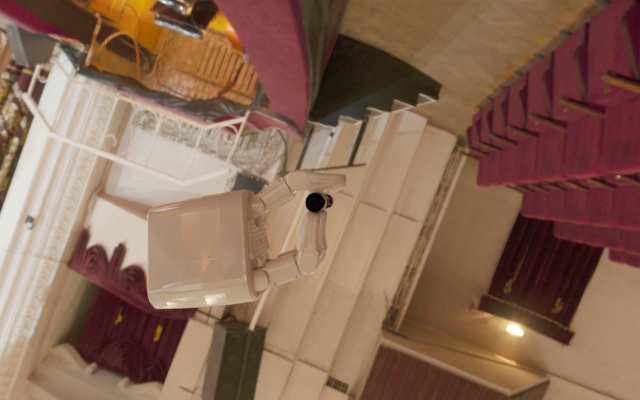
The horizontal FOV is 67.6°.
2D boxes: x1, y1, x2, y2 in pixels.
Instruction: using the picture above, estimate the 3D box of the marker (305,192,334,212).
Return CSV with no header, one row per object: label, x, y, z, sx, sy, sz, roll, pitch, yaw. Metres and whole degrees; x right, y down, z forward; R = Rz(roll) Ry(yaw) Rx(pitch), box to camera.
marker,0.000,0.002,0.506,0.020,0.020,0.121,0,0,6
